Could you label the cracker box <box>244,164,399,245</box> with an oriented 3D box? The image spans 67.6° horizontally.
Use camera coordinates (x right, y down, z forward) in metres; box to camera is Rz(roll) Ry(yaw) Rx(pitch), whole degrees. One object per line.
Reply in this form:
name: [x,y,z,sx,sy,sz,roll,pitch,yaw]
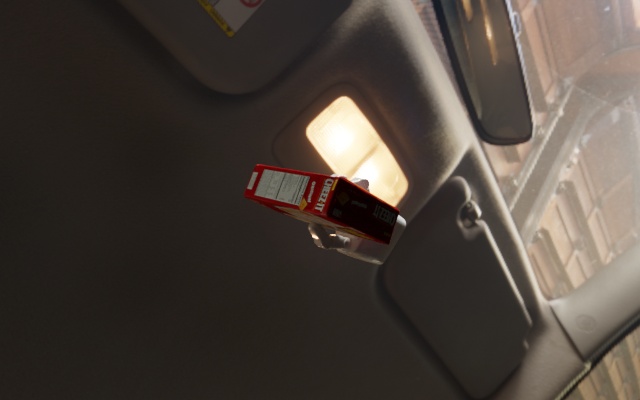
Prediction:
cracker box: [0.000,0.003,0.814,0.213,0.072,0.164,12,-10,46]
